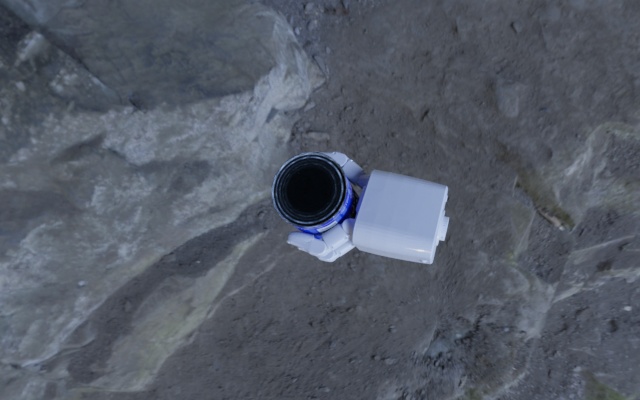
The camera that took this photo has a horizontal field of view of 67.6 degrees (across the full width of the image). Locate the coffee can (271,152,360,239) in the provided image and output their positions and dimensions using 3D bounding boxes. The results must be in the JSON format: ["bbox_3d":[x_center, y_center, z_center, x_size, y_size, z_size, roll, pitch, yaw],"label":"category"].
[{"bbox_3d":[0.000,0.002,0.682,0.103,0.102,0.140,0,-14,13],"label":"coffee can"}]
